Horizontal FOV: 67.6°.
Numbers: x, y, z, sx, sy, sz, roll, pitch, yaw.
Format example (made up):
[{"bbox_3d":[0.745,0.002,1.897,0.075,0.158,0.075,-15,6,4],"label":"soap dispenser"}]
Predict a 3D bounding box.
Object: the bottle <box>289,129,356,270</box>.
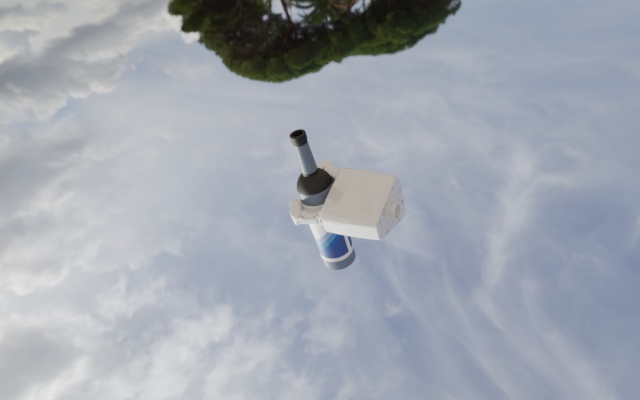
[{"bbox_3d":[0.000,0.003,0.863,0.069,0.296,0.069,-12,38,9],"label":"bottle"}]
